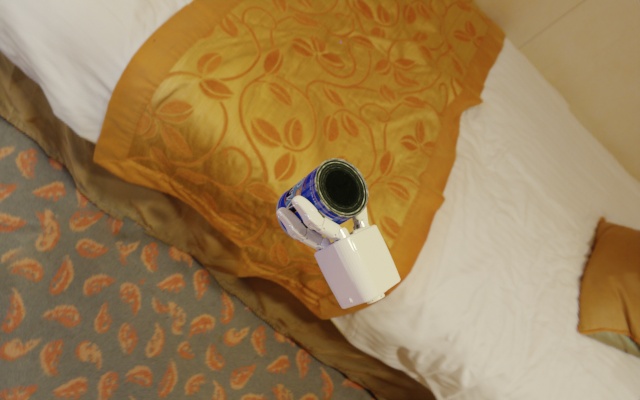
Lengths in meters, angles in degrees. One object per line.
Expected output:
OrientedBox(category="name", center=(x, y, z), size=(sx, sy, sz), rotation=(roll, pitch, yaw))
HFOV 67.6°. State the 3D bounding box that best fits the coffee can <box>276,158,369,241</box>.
OrientedBox(category="coffee can", center=(0.000, 0.003, 0.817), size=(0.103, 0.102, 0.140), rotation=(0, -20, -33))
